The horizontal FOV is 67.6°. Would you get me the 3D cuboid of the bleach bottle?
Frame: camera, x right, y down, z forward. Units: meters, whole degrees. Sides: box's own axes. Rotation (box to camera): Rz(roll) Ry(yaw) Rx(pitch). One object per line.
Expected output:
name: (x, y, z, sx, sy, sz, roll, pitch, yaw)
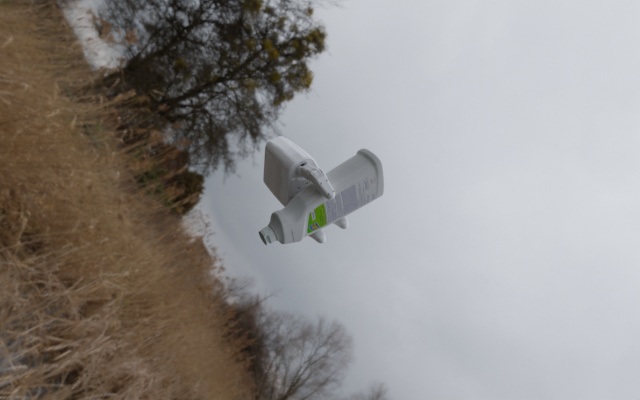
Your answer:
bleach bottle: (0.000, 0.003, 0.875, 0.251, 0.103, 0.068, -29, 44, -20)
